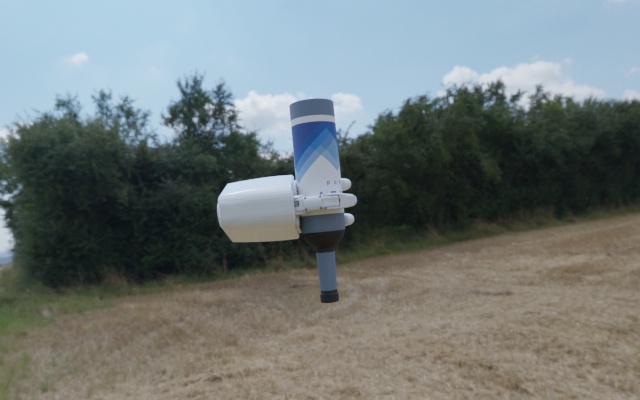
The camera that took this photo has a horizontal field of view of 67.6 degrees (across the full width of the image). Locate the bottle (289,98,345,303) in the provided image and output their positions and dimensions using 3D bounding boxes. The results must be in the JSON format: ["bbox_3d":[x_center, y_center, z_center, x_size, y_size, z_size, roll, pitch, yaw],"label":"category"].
[{"bbox_3d":[0.000,0.002,0.708,0.069,0.295,0.069,-5,-2,0],"label":"bottle"}]
